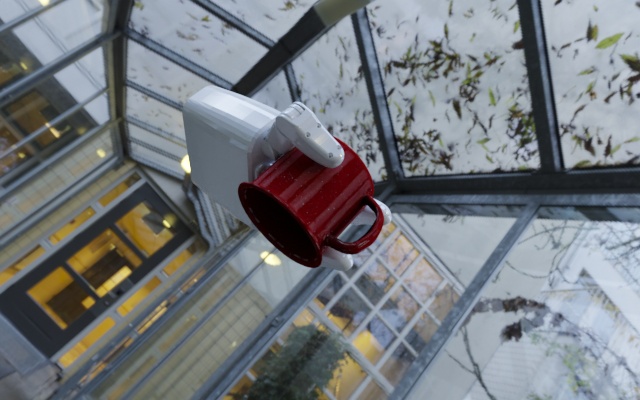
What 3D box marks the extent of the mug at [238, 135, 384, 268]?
[{"bbox_3d":[0.001,0.002,0.400,0.117,0.081,0.093,30,-29,31],"label":"mug"}]
